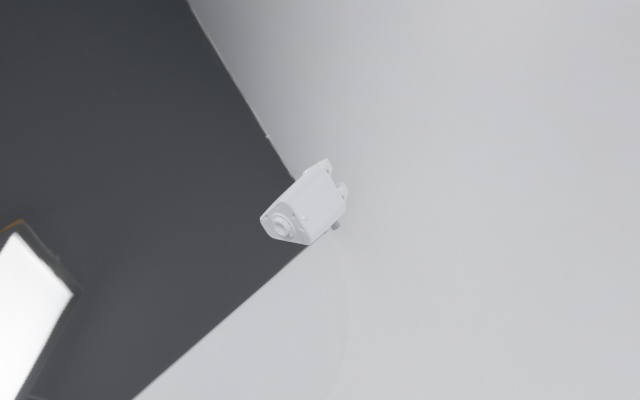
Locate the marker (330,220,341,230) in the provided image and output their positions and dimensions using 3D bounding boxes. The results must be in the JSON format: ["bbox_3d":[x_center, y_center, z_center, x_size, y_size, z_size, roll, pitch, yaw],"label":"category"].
[{"bbox_3d":[0.000,0.003,0.899,0.020,0.121,0.020,-29,16,9],"label":"marker"}]
